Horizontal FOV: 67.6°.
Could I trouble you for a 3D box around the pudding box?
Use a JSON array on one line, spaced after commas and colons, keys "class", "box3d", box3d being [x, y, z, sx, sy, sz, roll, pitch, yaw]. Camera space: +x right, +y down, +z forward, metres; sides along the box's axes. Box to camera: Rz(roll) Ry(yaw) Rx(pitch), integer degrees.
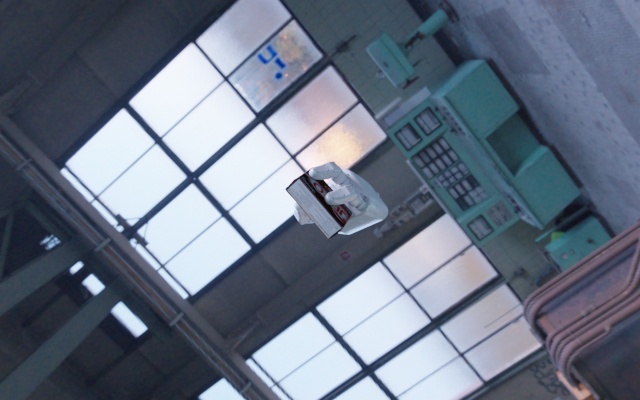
[{"class": "pudding box", "box3d": [0.000, 0.003, 0.808, 0.039, 0.113, 0.090, -42, 1, 19]}]
